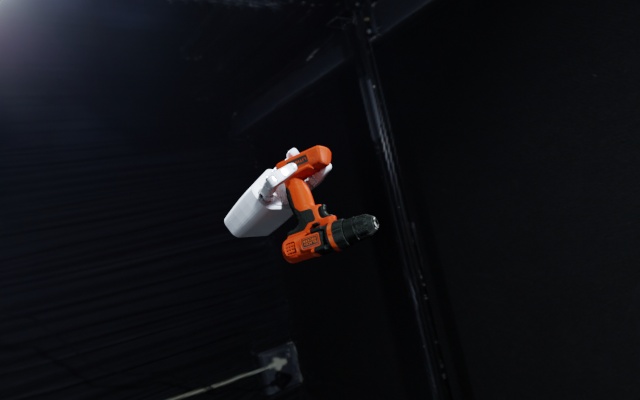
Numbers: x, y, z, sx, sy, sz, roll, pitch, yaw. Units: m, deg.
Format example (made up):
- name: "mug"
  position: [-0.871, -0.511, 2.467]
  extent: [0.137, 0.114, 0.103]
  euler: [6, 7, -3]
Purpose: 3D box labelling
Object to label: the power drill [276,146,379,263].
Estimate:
- name: "power drill"
  position: [0.000, 0.002, 0.843]
  extent: [0.184, 0.187, 0.057]
  euler: [-21, -20, 23]
